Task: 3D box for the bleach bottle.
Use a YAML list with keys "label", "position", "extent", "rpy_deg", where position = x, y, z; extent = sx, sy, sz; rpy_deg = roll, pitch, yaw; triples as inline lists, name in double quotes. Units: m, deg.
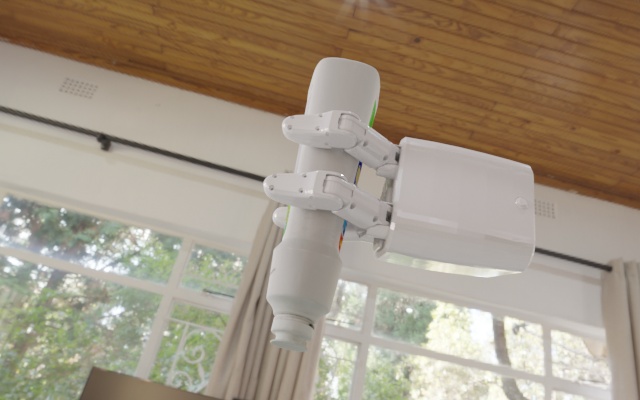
- label: "bleach bottle"
  position: [0.000, 0.001, 0.410]
  extent: [0.068, 0.250, 0.103]
  rpy_deg: [12, -28, 1]
